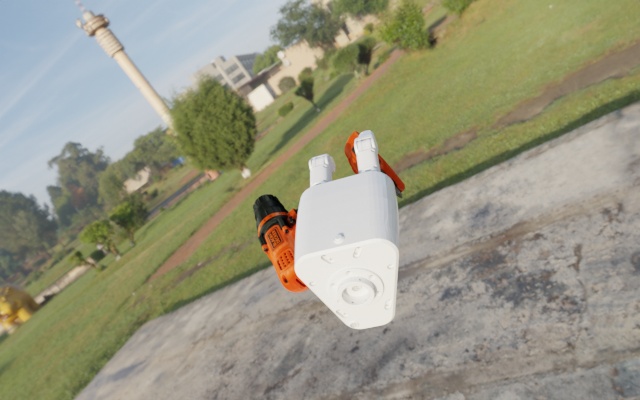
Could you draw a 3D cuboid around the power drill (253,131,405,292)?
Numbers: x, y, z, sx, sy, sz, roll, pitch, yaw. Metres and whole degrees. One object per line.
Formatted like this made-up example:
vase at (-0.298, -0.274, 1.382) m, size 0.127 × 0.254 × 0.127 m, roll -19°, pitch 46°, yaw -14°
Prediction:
power drill at (0.000, 0.002, 0.600) m, size 0.057 × 0.187 × 0.184 m, roll 41°, pitch 9°, yaw -37°
